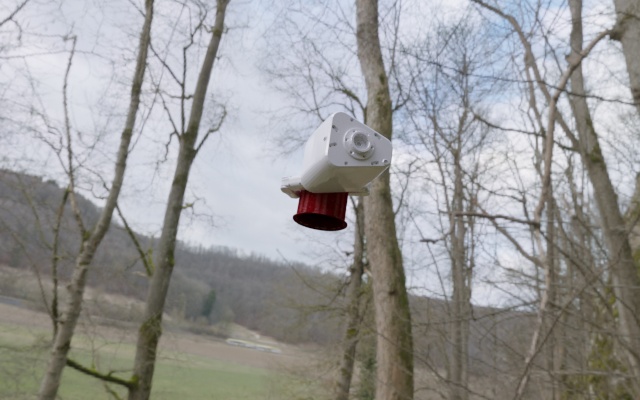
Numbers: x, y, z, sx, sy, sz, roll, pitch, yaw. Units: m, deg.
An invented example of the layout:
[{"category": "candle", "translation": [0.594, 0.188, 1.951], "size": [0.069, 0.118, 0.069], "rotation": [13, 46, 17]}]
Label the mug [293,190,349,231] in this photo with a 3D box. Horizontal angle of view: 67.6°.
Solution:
[{"category": "mug", "translation": [0.000, 0.003, 0.820], "size": [0.093, 0.081, 0.117], "rotation": [16, -21, -18]}]
